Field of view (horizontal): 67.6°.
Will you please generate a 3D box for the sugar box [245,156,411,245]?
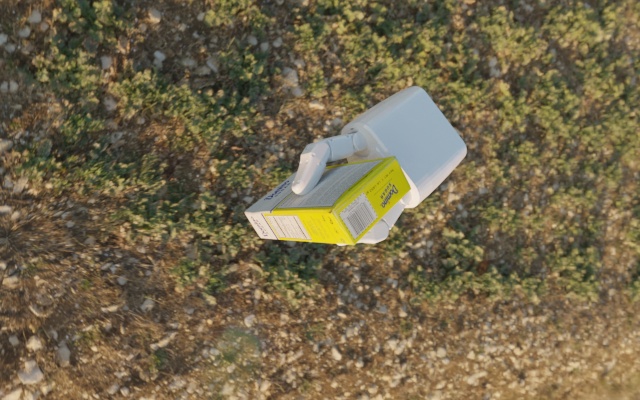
[{"bbox_3d":[0.001,0.002,0.506,0.093,0.048,0.176,-40,17,-28],"label":"sugar box"}]
